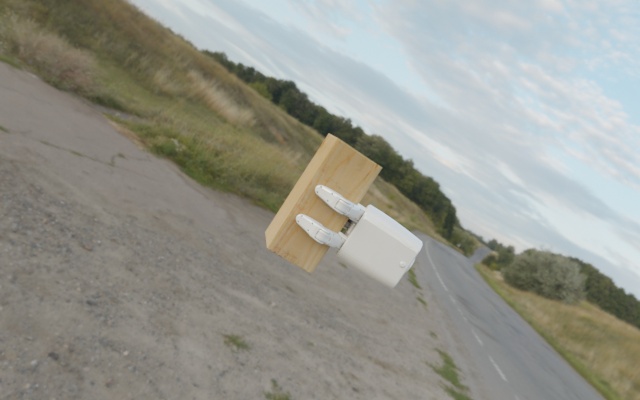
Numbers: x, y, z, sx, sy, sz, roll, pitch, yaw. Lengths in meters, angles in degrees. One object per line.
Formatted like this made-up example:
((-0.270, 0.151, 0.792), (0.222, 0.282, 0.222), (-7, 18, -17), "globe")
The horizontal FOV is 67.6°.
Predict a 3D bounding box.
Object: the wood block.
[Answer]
((0.000, 0.003, 0.793), (0.090, 0.206, 0.091), (32, 7, -13), "wood block")
